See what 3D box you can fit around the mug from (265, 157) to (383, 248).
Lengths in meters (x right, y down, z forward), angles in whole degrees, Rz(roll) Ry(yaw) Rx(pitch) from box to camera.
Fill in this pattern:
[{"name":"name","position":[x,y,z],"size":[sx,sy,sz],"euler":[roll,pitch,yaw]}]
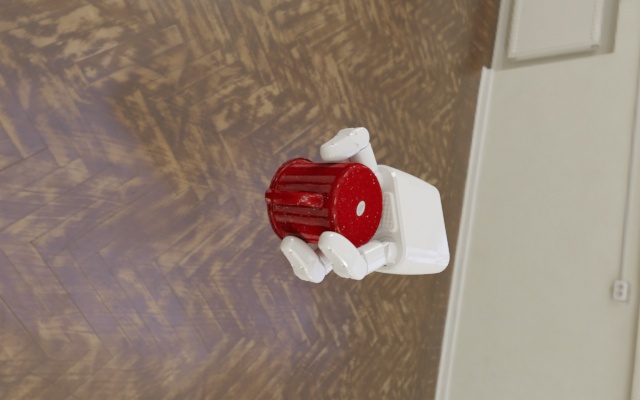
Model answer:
[{"name":"mug","position":[-0.001,0.001,0.463],"size":[0.081,0.093,0.117],"euler":[3,-6,42]}]
